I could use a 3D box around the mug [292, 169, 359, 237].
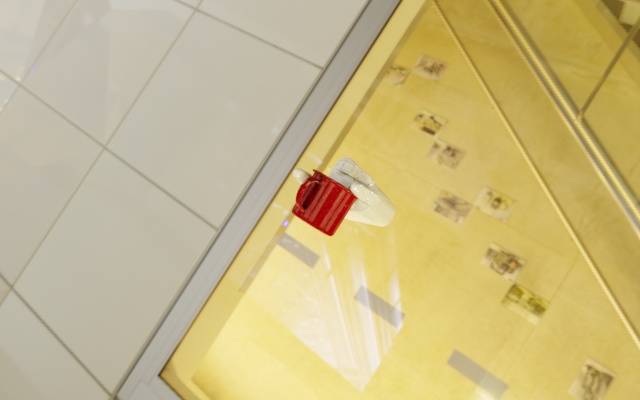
[{"bbox_3d":[-0.001,0.002,0.780,0.093,0.081,0.117,31,-1,35],"label":"mug"}]
